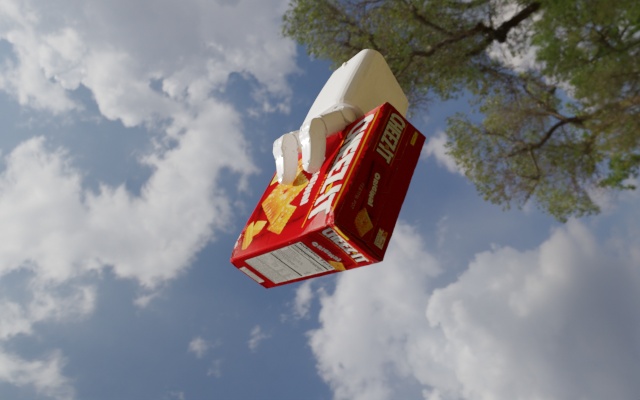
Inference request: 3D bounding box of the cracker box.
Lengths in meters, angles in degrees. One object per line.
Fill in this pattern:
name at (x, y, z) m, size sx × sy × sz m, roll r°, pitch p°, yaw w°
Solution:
cracker box at (0.000, 0.002, 0.541) m, size 0.072 × 0.164 × 0.214 m, roll 38°, pitch -34°, yaw -21°
